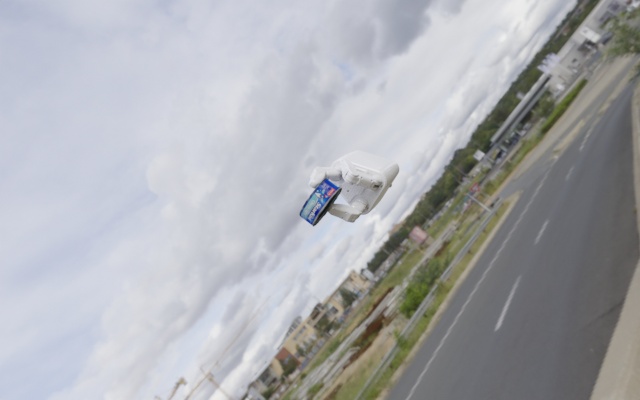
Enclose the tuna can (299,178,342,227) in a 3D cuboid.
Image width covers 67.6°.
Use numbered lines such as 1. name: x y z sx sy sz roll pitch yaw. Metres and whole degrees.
1. tuna can: 0.000 0.002 0.846 0.034 0.086 0.086 37 5 7
